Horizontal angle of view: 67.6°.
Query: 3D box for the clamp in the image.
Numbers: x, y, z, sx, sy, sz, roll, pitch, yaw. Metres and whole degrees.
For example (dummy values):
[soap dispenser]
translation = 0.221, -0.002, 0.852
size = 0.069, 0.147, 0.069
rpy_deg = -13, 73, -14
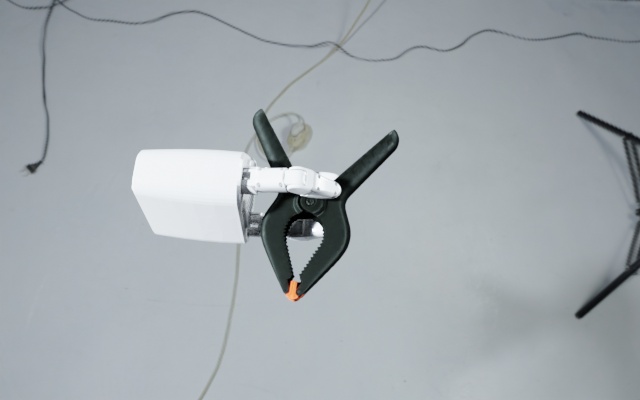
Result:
[clamp]
translation = 0.000, 0.002, 0.509
size = 0.164, 0.210, 0.036
rpy_deg = 3, -17, 3
